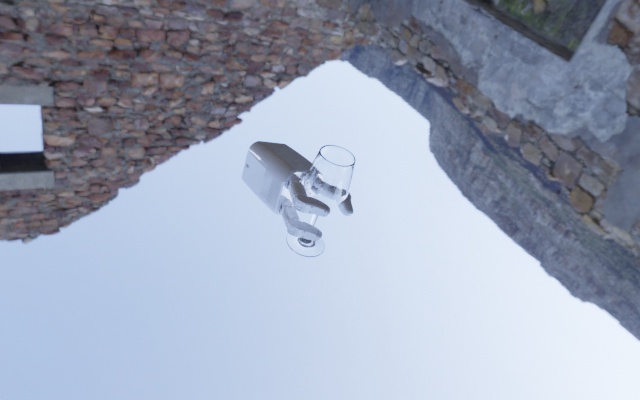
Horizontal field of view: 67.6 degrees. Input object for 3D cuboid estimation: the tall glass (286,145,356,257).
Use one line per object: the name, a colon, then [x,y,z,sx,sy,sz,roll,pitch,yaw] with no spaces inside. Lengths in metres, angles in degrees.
tall glass: [0.000,0.003,0.833,0.079,0.201,0.079,13,36,-10]
